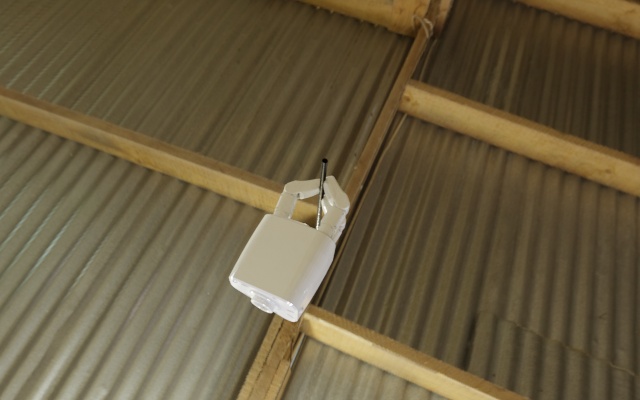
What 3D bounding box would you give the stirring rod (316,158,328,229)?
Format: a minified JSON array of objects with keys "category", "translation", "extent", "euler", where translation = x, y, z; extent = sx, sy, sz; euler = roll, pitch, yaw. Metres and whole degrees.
[{"category":"stirring rod","translation":[0.000,0.002,0.740],"extent":[0.011,0.011,0.240],"euler":[0,-27,-3]}]
